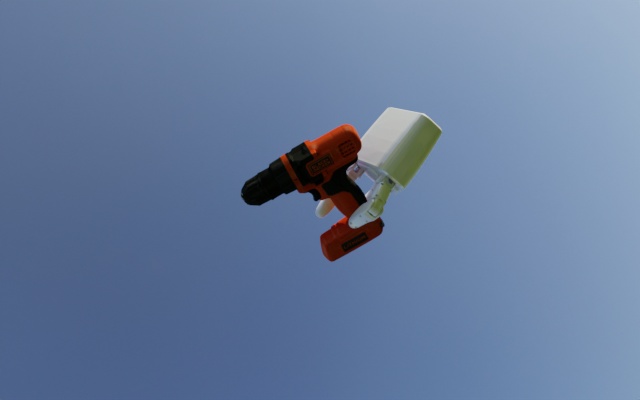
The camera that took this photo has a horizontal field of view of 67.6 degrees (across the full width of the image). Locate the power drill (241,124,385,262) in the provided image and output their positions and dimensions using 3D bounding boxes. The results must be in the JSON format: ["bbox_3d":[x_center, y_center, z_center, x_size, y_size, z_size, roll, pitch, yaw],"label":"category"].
[{"bbox_3d":[0.001,0.002,0.702,0.184,0.188,0.057,-29,35,2],"label":"power drill"}]
